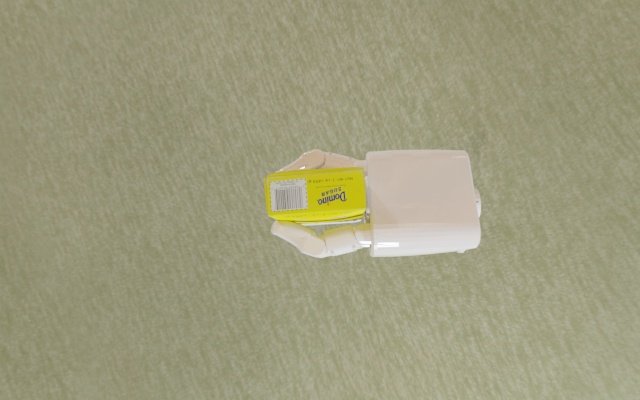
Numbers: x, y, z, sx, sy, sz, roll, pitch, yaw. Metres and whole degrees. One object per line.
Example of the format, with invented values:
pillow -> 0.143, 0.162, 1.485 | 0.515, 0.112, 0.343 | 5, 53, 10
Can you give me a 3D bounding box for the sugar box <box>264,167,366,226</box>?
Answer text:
sugar box -> 0.000, 0.002, 0.518 | 0.093, 0.048, 0.176 | -4, -9, 4
